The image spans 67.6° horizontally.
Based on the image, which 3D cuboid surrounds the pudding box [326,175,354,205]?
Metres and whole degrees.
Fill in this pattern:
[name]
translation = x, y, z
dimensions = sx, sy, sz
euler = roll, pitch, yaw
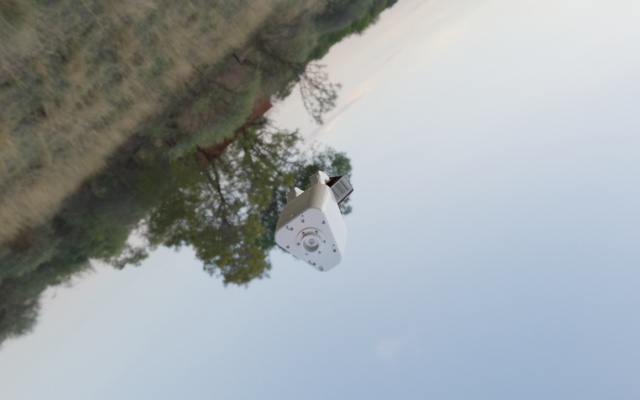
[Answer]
[pudding box]
translation = 0.000, 0.003, 0.892
dimensions = 0.113, 0.039, 0.090
euler = -41, 11, -11
